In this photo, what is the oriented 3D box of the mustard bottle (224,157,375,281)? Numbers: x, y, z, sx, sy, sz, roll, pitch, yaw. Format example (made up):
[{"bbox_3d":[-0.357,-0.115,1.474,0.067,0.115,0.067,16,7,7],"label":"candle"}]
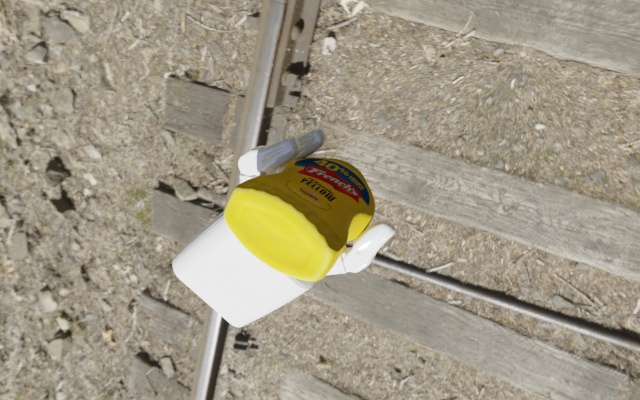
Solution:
[{"bbox_3d":[0.000,0.001,0.443,0.096,0.058,0.191,32,25,11],"label":"mustard bottle"}]
